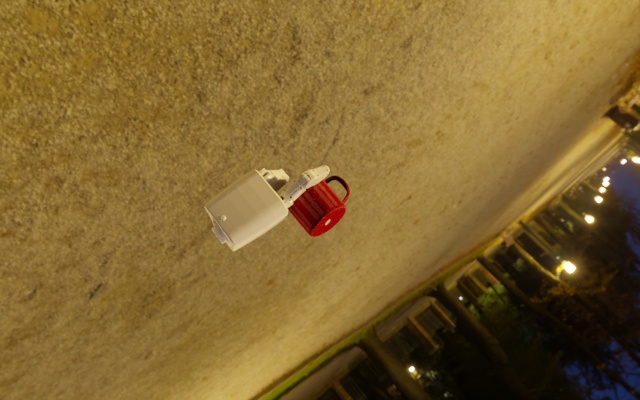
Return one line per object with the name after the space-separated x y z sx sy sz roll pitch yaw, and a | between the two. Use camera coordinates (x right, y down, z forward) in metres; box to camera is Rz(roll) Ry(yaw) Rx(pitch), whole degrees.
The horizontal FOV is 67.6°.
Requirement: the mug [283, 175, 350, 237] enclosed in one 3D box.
0.001 0.002 0.841 0.117 0.081 0.093 -35 -20 -14 | mug
